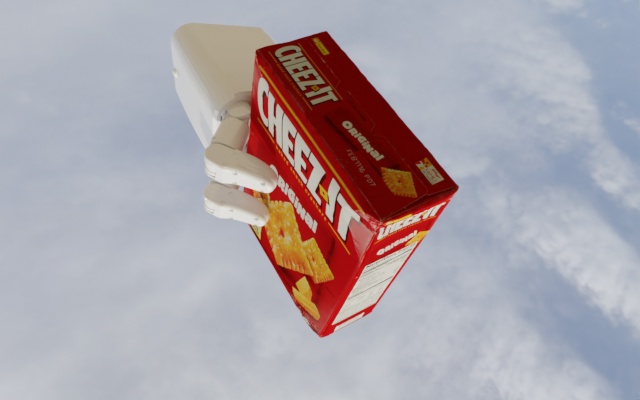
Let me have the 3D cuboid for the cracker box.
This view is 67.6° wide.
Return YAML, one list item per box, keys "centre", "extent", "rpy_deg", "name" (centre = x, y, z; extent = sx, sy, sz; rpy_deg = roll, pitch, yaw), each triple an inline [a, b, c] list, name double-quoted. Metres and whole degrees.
- centre: [0.000, 0.001, 0.402]
  extent: [0.072, 0.164, 0.214]
  rpy_deg: [-23, -26, -25]
  name: "cracker box"
